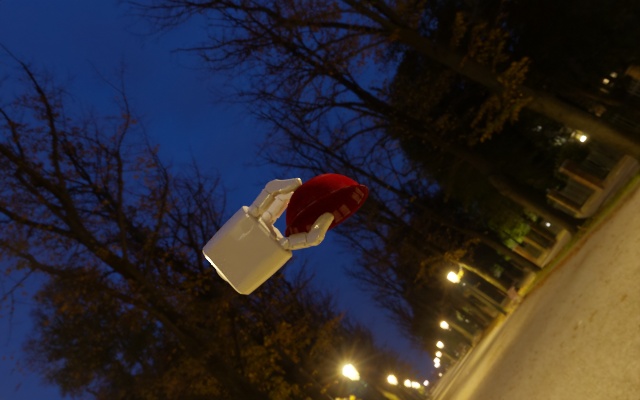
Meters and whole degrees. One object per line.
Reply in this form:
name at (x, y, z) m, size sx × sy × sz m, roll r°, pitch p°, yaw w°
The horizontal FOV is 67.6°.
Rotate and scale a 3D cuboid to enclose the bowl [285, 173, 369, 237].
bowl at (0.001, 0.002, 0.817) m, size 0.162 × 0.055 × 0.162 m, roll -26°, pitch -21°, yaw -11°
